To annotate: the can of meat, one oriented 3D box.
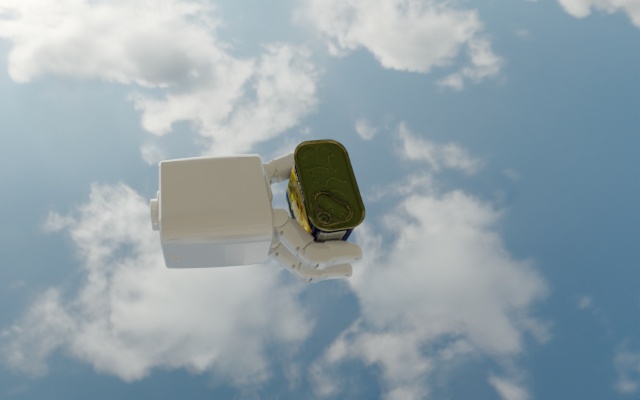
[{"bbox_3d":[0.000,0.002,0.503,0.057,0.102,0.084,-7,-26,-17],"label":"can of meat"}]
